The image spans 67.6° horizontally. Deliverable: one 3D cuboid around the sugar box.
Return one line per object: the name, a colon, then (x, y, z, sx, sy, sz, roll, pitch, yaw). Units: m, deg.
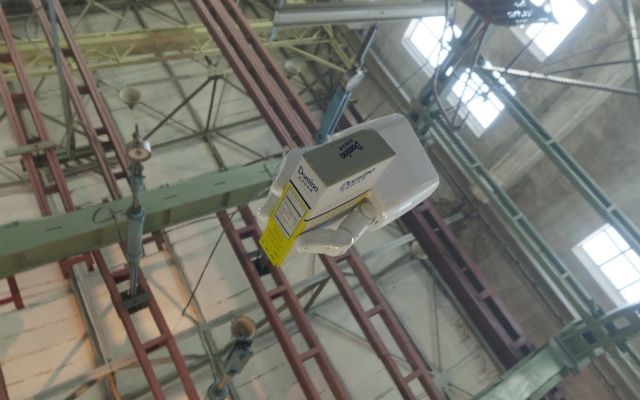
sugar box: (0.000, 0.001, 0.507, 0.093, 0.048, 0.176, -26, -21, -34)
